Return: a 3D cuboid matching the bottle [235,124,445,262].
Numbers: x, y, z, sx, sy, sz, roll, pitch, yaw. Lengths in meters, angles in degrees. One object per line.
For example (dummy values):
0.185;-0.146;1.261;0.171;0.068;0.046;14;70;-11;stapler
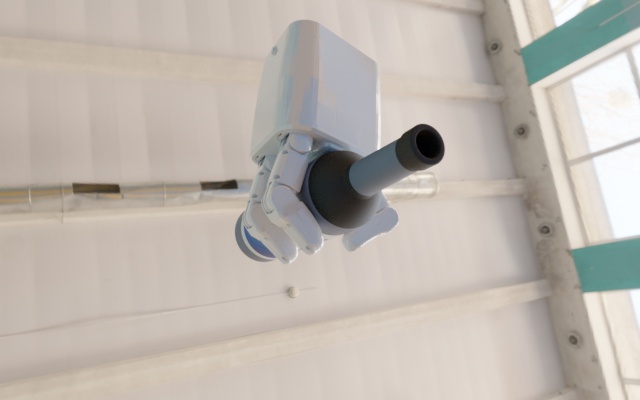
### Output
0.000;0.002;0.418;0.069;0.069;0.296;0;-14;-28;bottle
